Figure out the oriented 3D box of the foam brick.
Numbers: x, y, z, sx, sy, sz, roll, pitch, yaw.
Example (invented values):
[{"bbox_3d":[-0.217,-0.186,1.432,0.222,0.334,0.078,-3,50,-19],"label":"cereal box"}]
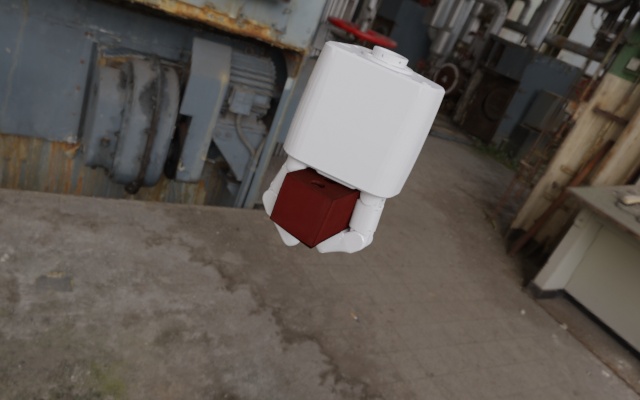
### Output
[{"bbox_3d":[0.000,0.002,0.451,0.053,0.051,0.078,33,26,20],"label":"foam brick"}]
